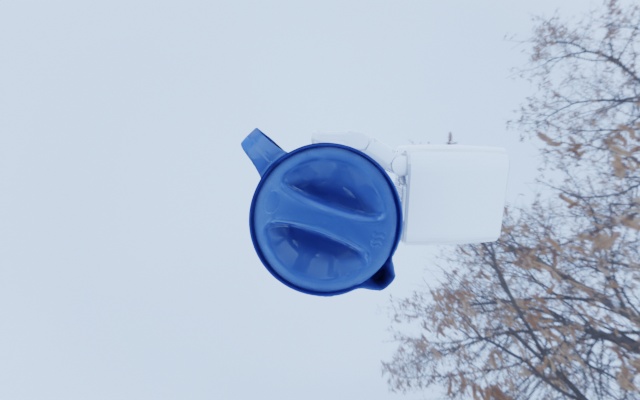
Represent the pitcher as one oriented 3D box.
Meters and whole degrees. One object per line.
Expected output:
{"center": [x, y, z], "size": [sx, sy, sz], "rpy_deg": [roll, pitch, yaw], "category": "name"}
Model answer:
{"center": [0.000, 0.002, 0.522], "size": [0.145, 0.149, 0.243], "rpy_deg": [0, 4, 1], "category": "pitcher"}
